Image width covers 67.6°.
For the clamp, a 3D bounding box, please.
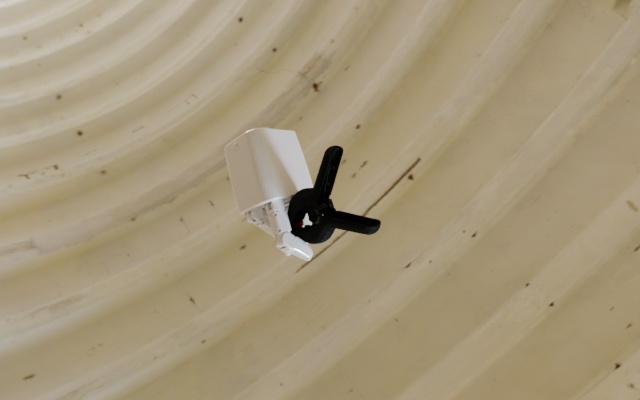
[{"bbox_3d":[0.000,0.002,0.643,0.039,0.120,0.171,-13,-6,-43],"label":"clamp"}]
